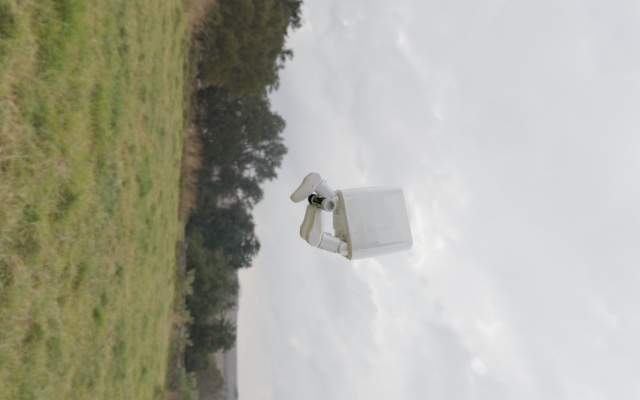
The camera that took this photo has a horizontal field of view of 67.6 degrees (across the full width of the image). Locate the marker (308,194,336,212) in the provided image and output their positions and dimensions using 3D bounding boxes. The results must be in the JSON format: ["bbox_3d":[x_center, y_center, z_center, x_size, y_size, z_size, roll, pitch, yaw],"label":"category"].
[{"bbox_3d":[0.000,0.002,0.735,0.020,0.020,0.121,0,4,-13],"label":"marker"}]
